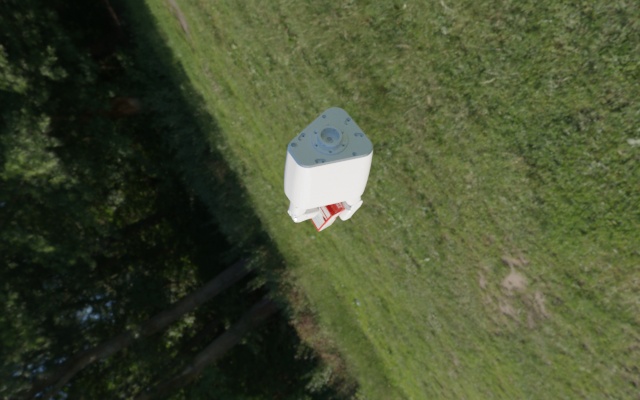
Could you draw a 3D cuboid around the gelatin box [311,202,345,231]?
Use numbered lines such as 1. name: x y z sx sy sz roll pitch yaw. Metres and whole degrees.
1. gelatin box: 0.000 0.003 0.791 0.030 0.073 0.089 -27 -11 -23
